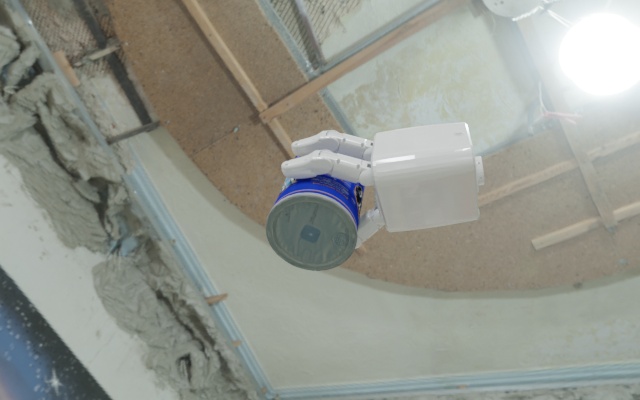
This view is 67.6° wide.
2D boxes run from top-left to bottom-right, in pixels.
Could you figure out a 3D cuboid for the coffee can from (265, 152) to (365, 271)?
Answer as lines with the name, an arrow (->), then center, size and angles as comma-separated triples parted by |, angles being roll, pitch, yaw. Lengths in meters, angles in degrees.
coffee can -> 0.000, 0.002, 0.583 | 0.103, 0.103, 0.140 | 0, 32, 11
